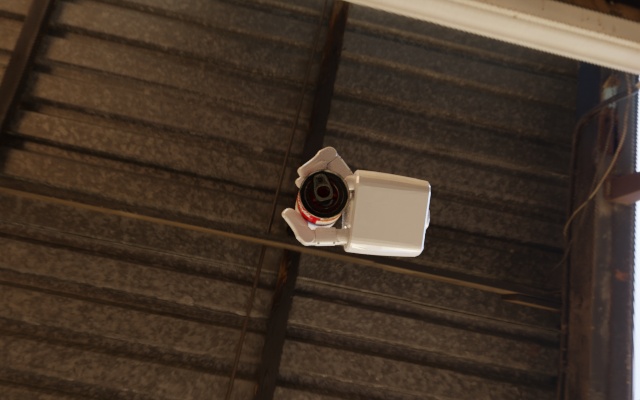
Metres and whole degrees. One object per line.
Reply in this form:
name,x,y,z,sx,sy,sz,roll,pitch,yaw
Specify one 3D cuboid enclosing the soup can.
soup can,0.000,0.002,0.677,0.068,0.068,0.102,0,-13,-6
